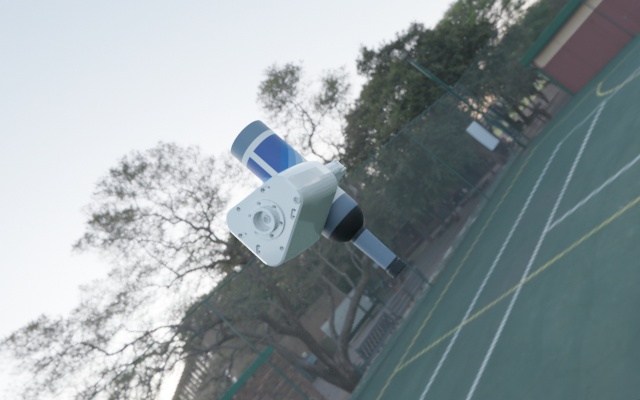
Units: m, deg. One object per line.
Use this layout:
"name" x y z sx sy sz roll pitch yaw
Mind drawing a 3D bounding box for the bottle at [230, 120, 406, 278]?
"bottle" 0.000 0.002 0.680 0.295 0.069 0.069 41 8 9
